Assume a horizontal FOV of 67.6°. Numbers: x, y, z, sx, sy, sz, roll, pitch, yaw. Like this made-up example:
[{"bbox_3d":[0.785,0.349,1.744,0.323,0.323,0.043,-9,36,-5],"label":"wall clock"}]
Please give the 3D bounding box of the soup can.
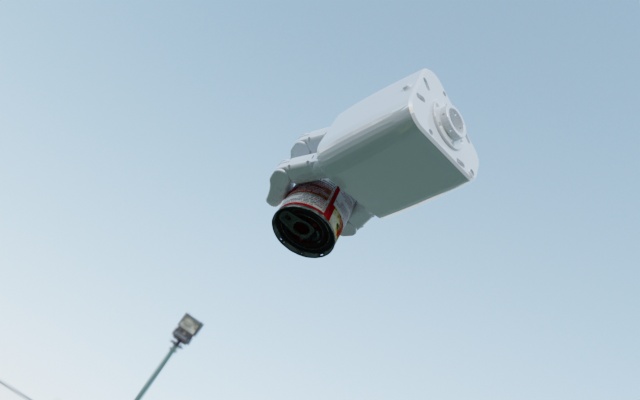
[{"bbox_3d":[0.000,0.002,0.506,0.068,0.068,0.102,0,37,26],"label":"soup can"}]
